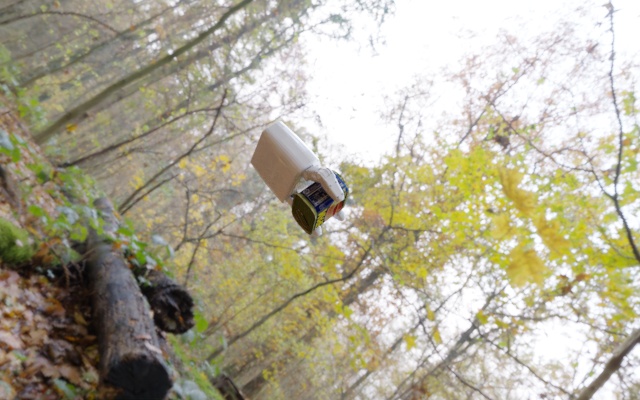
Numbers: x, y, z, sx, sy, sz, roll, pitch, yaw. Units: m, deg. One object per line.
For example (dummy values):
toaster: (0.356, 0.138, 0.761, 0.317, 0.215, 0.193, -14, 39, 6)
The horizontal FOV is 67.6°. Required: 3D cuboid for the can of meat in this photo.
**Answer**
can of meat: (0.000, 0.003, 0.842, 0.084, 0.057, 0.102, -36, -17, -22)
